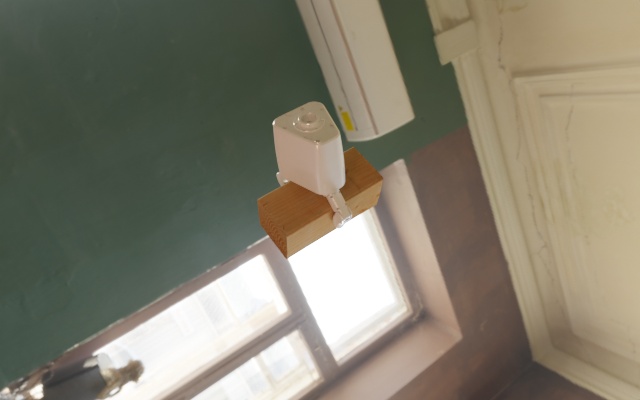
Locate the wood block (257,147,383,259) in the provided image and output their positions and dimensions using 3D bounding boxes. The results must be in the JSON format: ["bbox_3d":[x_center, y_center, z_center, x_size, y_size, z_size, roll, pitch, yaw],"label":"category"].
[{"bbox_3d":[0.000,0.003,0.853,0.206,0.090,0.090,-30,-27,-21],"label":"wood block"}]
